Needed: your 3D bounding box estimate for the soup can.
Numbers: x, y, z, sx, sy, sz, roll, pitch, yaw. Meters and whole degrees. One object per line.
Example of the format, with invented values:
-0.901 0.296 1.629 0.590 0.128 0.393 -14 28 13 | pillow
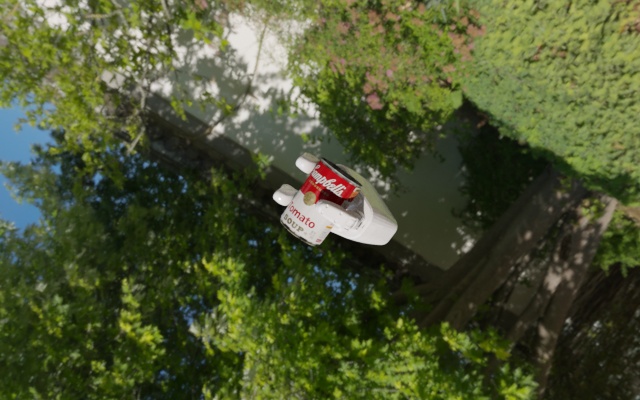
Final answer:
0.000 0.002 0.647 0.068 0.102 0.068 35 10 -7 | soup can
